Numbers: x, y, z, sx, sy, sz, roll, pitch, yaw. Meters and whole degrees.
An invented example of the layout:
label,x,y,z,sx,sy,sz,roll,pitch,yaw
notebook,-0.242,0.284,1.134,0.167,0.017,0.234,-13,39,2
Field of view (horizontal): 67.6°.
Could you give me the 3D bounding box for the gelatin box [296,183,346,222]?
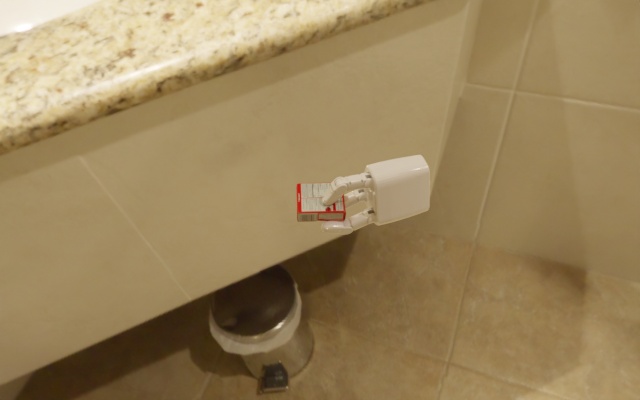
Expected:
label,x,y,z,sx,sy,sz,roll,pitch,yaw
gelatin box,0.000,0.003,0.887,0.089,0.073,0.030,-1,-40,-3
